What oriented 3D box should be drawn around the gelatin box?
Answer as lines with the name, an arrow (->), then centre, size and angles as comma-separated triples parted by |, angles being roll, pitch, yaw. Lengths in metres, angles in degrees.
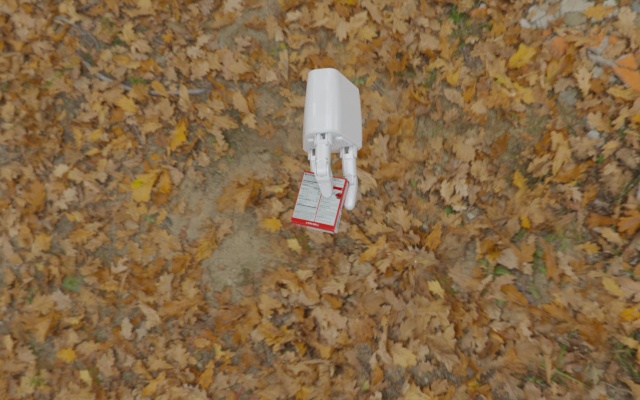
gelatin box -> 0.000, 0.003, 0.759 | 0.073, 0.089, 0.030 | 11, -13, 14
